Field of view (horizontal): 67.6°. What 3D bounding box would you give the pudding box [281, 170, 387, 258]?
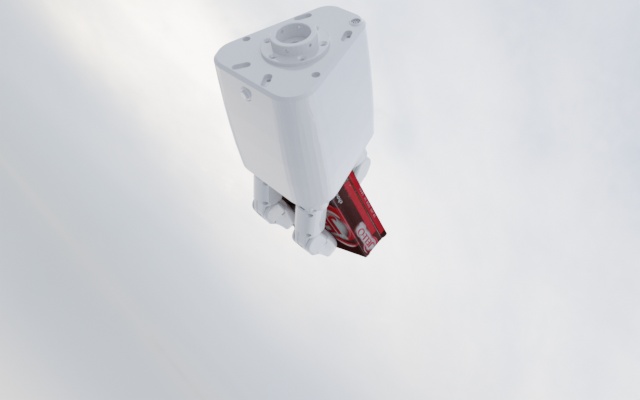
[{"bbox_3d":[0.000,0.001,0.461,0.039,0.090,0.113,-42,29,-21],"label":"pudding box"}]
